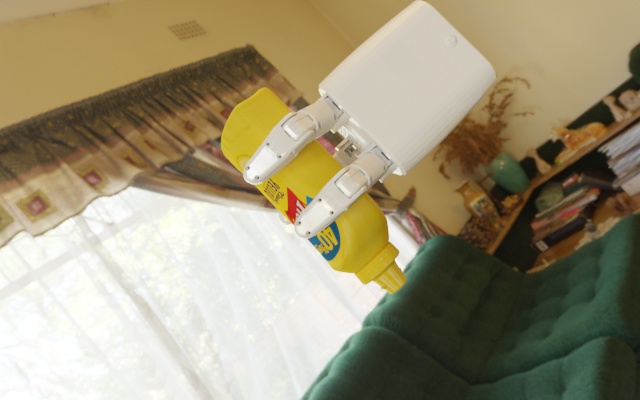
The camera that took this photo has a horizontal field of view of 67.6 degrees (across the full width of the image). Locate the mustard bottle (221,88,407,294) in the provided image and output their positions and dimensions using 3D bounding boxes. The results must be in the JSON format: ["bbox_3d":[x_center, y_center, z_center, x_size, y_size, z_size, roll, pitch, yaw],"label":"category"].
[{"bbox_3d":[0.000,0.001,0.400,0.058,0.191,0.096,-41,-5,-25],"label":"mustard bottle"}]
